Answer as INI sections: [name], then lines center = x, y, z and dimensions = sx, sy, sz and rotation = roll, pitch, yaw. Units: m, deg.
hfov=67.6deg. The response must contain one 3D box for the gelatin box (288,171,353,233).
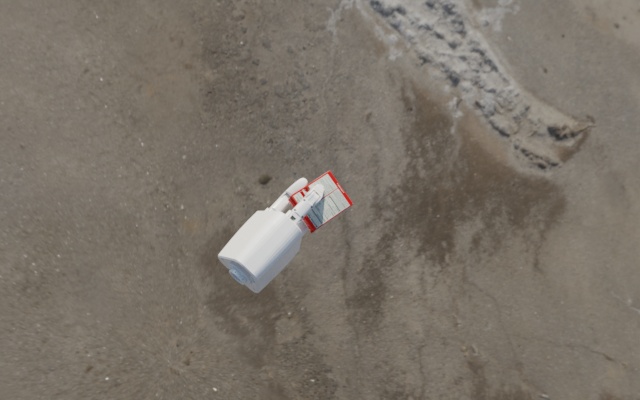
[gelatin box]
center = 0.001, 0.002, 0.828
dimensions = 0.089, 0.073, 0.030
rotation = -34, -5, -21
